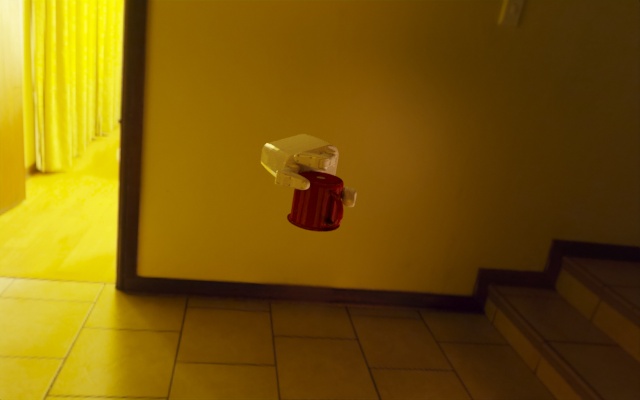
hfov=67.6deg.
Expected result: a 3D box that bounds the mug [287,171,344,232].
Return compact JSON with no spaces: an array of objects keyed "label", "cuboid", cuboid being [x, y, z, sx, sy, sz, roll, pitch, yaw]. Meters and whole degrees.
[{"label":"mug","cuboid":[0.001,0.003,0.807,0.093,0.081,0.117,-2,21,-32]}]
